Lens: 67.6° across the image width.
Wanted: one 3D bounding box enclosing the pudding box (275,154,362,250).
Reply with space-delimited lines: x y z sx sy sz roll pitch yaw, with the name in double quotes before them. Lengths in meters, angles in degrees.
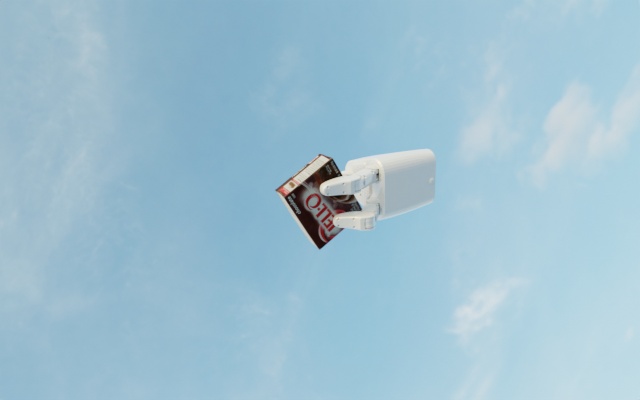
"pudding box" 0.000 0.002 0.695 0.090 0.113 0.039 -41 32 -12
